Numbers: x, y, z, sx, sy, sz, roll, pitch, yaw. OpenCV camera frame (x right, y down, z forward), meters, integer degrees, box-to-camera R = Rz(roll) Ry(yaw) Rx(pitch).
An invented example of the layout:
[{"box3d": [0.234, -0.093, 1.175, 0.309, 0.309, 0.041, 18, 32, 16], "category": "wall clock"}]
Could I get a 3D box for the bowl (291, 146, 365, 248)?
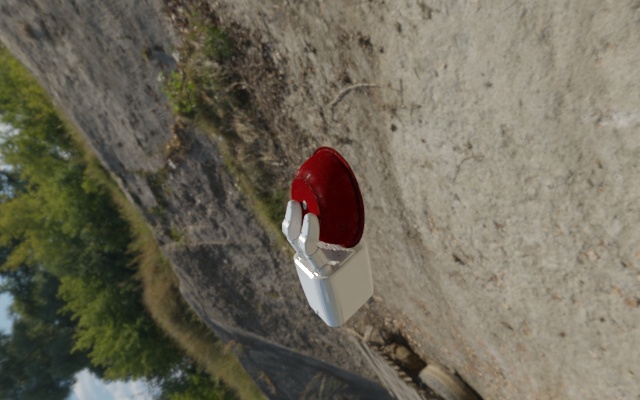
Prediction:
[{"box3d": [-0.001, 0.001, 0.721, 0.055, 0.162, 0.162, -16, 7, -25], "category": "bowl"}]
